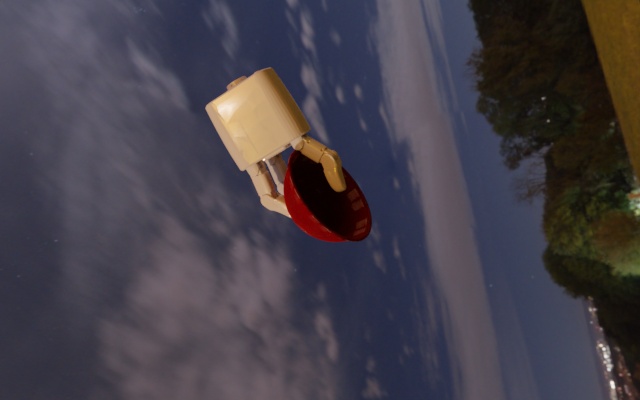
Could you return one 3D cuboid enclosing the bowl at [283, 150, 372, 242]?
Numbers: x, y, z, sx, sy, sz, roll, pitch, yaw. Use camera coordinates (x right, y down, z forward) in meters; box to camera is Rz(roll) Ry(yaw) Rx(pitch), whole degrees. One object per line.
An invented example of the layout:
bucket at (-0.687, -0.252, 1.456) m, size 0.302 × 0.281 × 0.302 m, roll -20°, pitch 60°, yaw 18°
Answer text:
bowl at (0.001, 0.004, 0.694) m, size 0.055 × 0.162 × 0.162 m, roll -40°, pitch -23°, yaw 30°
